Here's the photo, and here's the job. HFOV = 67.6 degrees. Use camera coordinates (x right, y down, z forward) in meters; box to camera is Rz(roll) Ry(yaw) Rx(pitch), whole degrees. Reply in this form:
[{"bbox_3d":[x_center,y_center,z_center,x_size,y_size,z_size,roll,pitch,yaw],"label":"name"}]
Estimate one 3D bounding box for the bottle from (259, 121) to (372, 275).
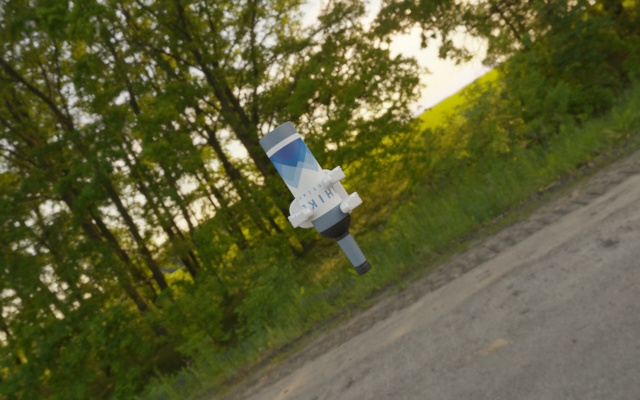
[{"bbox_3d":[0.000,0.003,0.842,0.069,0.296,0.069,-33,3,2],"label":"bottle"}]
